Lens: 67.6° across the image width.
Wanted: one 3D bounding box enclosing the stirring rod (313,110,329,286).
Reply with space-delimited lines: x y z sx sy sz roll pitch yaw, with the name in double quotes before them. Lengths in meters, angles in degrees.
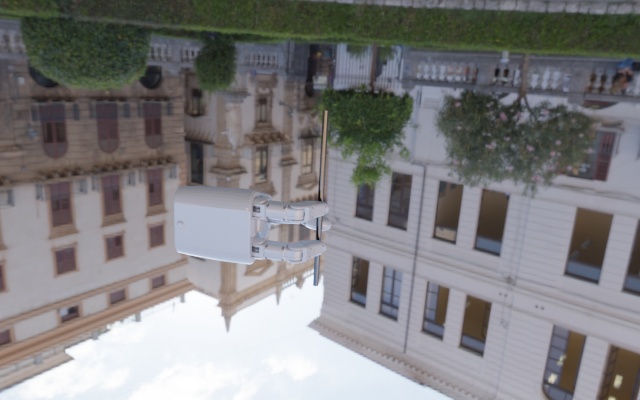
"stirring rod" 0.000 0.002 0.636 0.011 0.239 0.011 3 15 -1
